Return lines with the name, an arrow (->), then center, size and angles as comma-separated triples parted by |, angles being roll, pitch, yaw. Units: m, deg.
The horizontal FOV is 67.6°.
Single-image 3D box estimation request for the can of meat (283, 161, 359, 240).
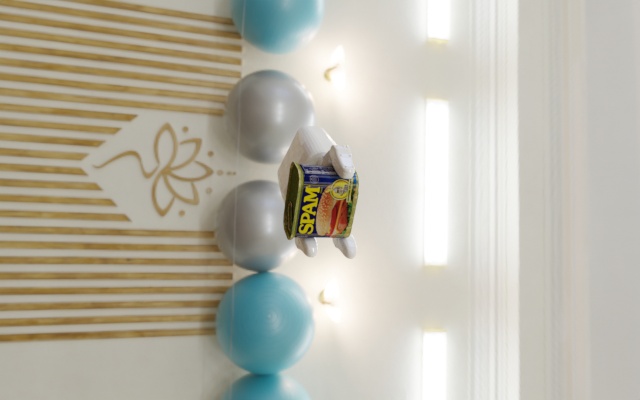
can of meat -> 0.000, 0.002, 0.639 | 0.084, 0.102, 0.057 | 2, 25, -17
